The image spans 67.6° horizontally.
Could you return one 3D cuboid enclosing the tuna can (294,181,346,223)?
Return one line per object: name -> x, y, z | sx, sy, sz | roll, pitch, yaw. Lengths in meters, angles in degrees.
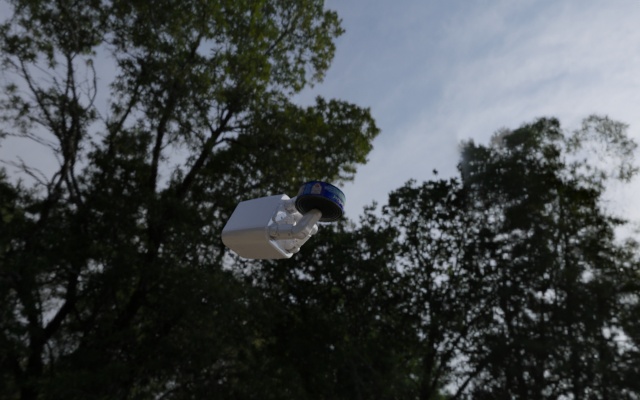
tuna can -> 0.000, 0.002, 0.830 | 0.086, 0.033, 0.086 | 11, -31, 7
